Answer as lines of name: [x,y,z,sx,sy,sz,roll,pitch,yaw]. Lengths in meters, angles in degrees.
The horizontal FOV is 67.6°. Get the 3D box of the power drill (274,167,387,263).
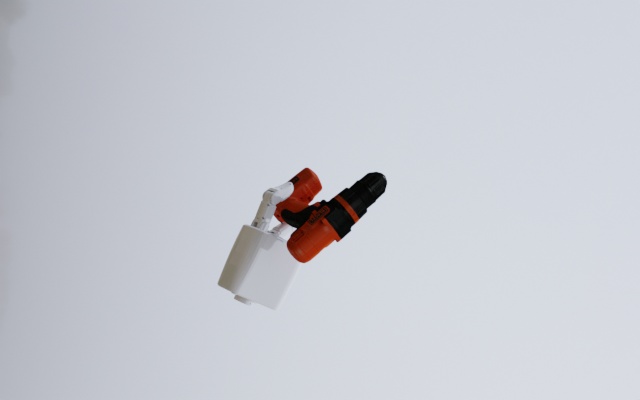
power drill: [0.000,0.003,0.774,0.184,0.057,0.187,-39,27,-8]
